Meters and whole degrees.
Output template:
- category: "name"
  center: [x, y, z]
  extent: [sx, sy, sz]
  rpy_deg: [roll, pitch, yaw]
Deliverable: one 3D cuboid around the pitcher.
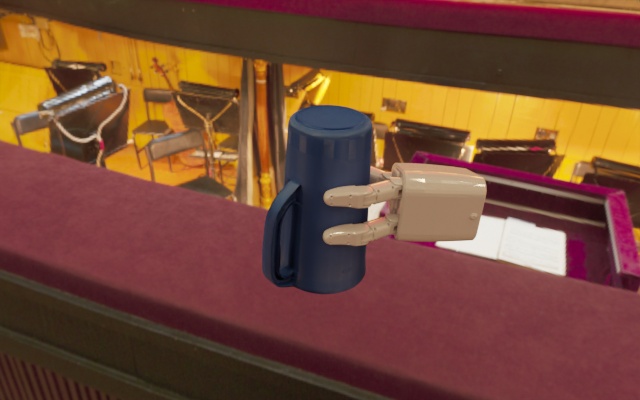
- category: "pitcher"
  center: [0.000, 0.002, 0.656]
  extent: [0.145, 0.243, 0.149]
  rpy_deg: [3, 30, 1]
